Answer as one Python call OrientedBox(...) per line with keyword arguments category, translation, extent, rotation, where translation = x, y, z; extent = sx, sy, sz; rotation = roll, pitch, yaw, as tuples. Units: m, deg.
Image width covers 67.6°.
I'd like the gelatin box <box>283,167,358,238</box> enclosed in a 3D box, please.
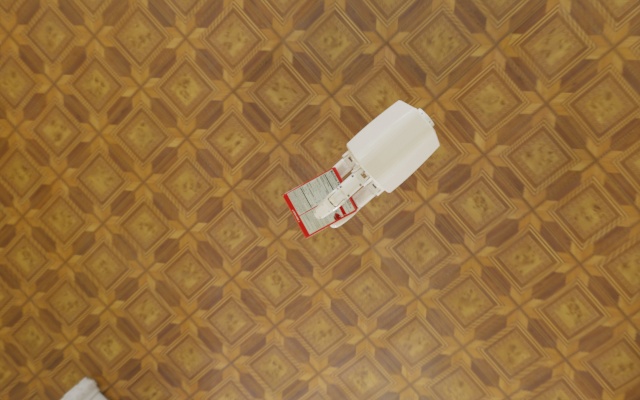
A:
OrientedBox(category="gelatin box", translation=(0.000, 0.003, 0.704), extent=(0.089, 0.073, 0.030), rotation=(-29, 3, 5))
